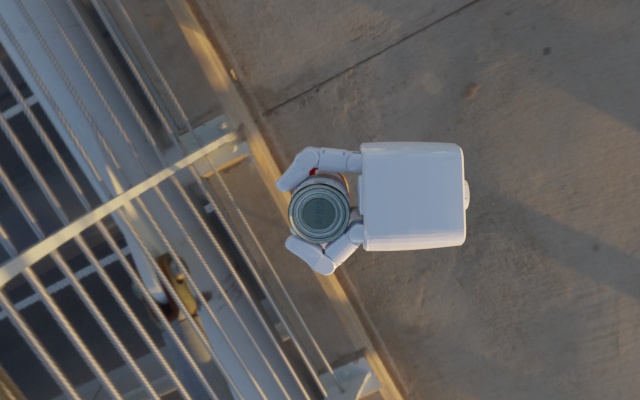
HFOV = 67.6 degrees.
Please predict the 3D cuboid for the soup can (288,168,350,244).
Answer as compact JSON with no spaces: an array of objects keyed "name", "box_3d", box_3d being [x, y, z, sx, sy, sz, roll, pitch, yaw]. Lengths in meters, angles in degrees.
[{"name":"soup can","box_3d":[0.000,0.002,0.544,0.068,0.068,0.102,0,15,2]}]
